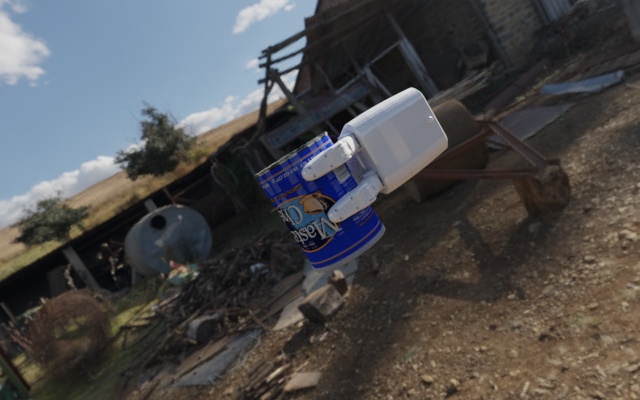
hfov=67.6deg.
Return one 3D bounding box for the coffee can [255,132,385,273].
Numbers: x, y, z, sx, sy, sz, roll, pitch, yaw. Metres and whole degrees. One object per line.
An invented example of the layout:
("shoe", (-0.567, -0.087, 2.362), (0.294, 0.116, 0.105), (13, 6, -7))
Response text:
("coffee can", (0.000, 0.002, 0.585), (0.103, 0.140, 0.103), (-31, 7, 5))
